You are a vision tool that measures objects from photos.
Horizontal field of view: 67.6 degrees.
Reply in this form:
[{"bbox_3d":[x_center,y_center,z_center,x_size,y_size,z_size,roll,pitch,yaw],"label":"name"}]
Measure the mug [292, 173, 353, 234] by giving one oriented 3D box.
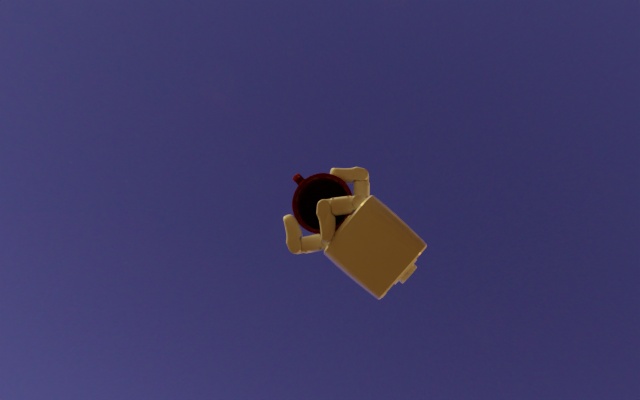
[{"bbox_3d":[-0.001,0.002,0.754,0.117,0.093,0.081,43,-1,12],"label":"mug"}]
